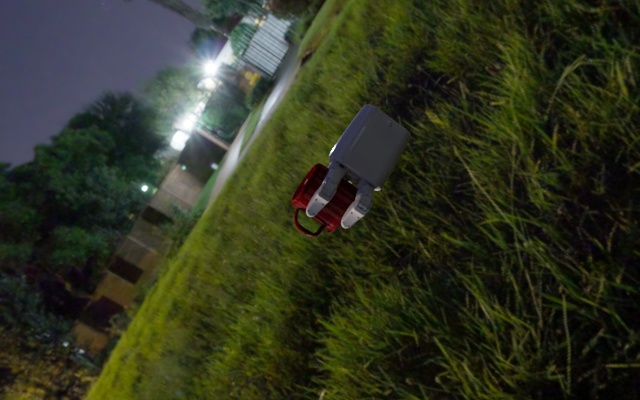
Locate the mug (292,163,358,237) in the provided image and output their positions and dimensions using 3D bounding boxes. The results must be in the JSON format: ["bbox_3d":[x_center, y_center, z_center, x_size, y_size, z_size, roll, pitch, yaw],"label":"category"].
[{"bbox_3d":[-0.001,0.004,0.780,0.081,0.117,0.093,34,-7,-10],"label":"mug"}]
